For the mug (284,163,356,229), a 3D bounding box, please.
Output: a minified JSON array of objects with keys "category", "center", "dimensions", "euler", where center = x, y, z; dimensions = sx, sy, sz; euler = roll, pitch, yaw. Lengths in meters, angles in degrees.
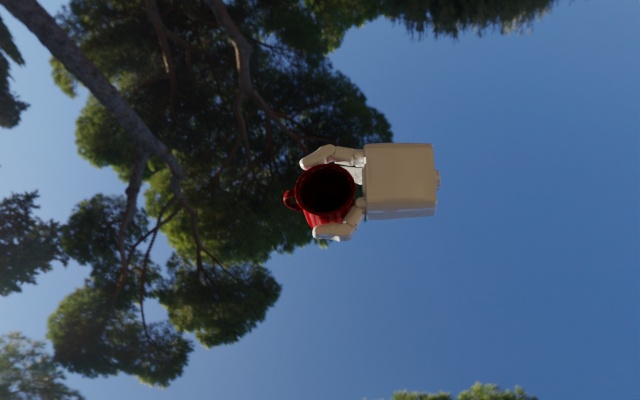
[{"category":"mug","center":[-0.001,0.003,0.756],"dimensions":[0.117,0.093,0.081],"euler":[-1,-30,8]}]
